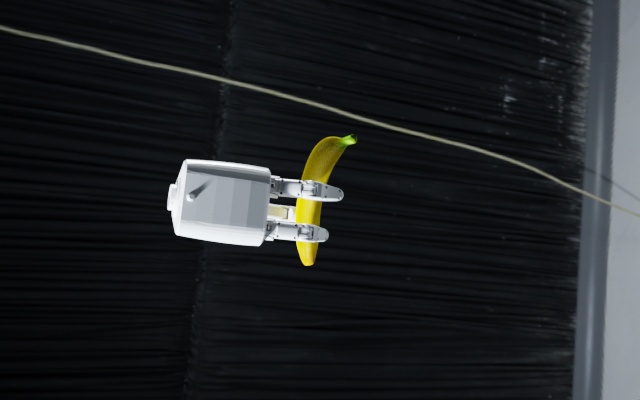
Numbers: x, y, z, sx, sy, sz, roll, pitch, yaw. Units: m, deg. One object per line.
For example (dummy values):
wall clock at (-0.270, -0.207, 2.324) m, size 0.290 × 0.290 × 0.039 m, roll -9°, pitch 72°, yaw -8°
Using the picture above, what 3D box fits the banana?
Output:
banana at (-0.006, -0.008, 0.672) m, size 0.037 × 0.198 × 0.069 m, roll 8°, pitch 19°, yaw -27°
